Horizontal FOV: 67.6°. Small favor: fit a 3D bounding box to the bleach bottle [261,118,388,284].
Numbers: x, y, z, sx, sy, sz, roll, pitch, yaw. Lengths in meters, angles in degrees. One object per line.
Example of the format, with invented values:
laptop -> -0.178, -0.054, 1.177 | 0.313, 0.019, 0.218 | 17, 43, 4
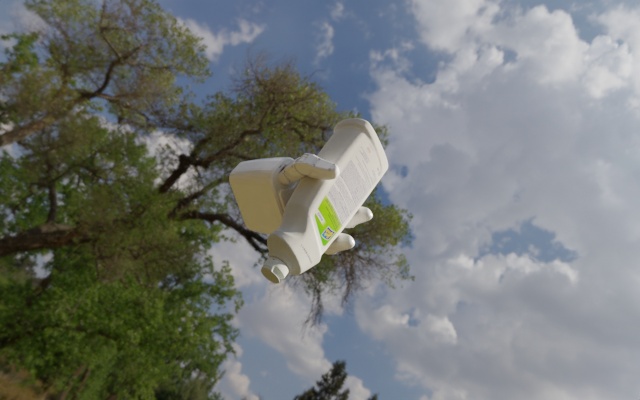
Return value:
bleach bottle -> 0.000, 0.002, 0.645 | 0.068, 0.103, 0.250 | 3, 44, 43
